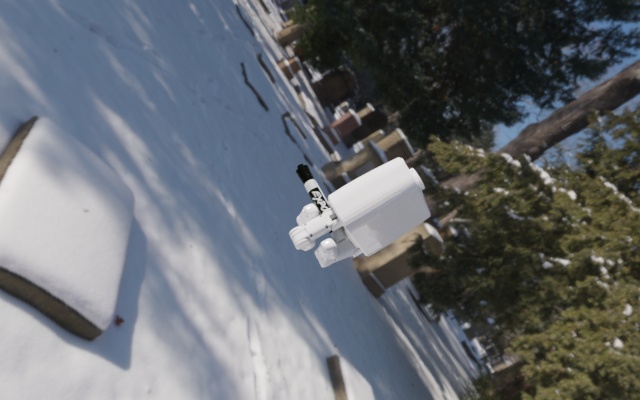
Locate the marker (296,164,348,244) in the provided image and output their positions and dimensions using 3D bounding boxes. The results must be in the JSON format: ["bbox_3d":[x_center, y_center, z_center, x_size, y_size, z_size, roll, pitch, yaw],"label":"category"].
[{"bbox_3d":[0.000,0.002,0.632,0.020,0.121,0.020,-26,-19,-10],"label":"marker"}]
